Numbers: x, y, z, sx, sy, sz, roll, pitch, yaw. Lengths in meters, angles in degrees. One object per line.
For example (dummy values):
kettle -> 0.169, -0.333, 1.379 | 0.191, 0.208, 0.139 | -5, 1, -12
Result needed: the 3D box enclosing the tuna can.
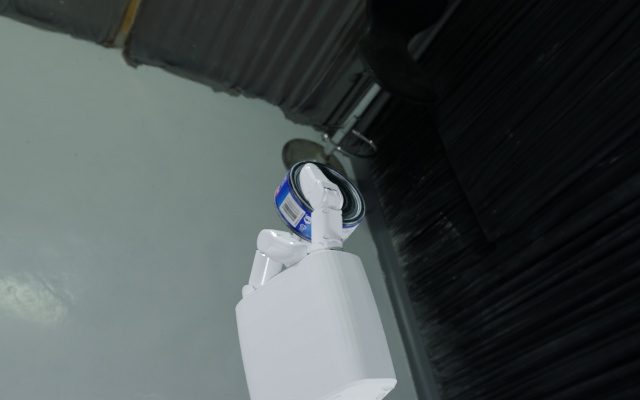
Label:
tuna can -> 0.000, 0.001, 0.464 | 0.086, 0.086, 0.034 | 0, -42, -40
